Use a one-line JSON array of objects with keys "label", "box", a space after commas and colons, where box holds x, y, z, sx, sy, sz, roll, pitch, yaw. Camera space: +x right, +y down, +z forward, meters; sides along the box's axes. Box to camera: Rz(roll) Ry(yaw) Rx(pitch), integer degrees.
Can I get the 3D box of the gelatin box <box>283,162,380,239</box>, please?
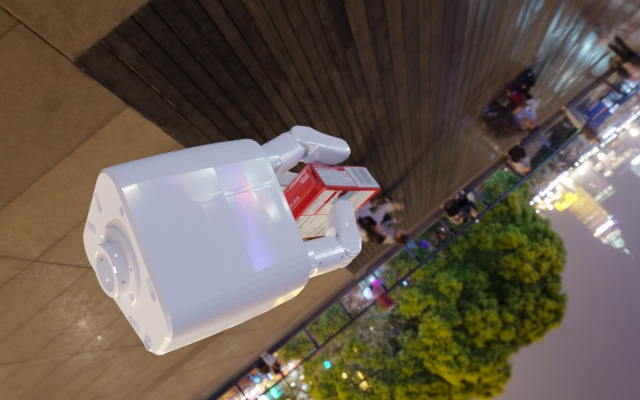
[{"label": "gelatin box", "box": [0.001, 0.002, 0.424, 0.089, 0.030, 0.073, -1, -38, -52]}]
